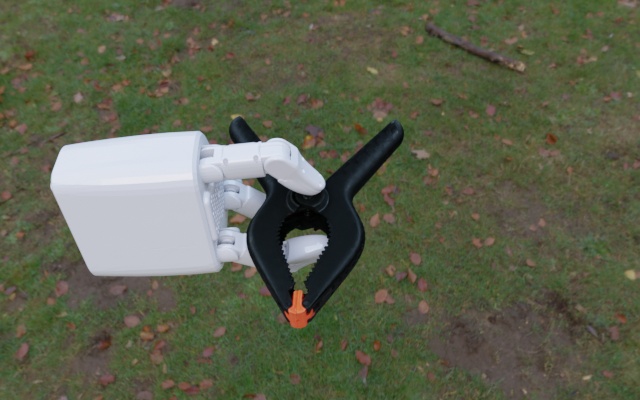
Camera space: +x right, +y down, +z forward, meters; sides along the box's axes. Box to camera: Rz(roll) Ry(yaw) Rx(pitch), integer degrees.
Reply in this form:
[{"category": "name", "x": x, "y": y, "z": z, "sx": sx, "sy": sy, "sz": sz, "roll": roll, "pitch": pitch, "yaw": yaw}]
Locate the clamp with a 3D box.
[{"category": "clamp", "x": 0.000, "y": 0.001, "z": 0.401, "sx": 0.164, "sy": 0.209, "sz": 0.036, "roll": -4, "pitch": -37, "yaw": 0}]
